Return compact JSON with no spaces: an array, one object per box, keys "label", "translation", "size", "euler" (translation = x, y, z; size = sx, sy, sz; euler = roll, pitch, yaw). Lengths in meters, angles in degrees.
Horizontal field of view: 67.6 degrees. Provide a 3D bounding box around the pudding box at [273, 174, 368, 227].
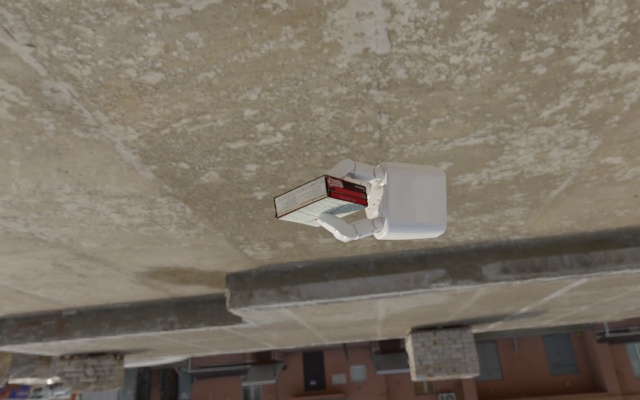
[{"label":"pudding box","translation":[0.000,0.002,0.708],"size":[0.113,0.039,0.090],"euler":[-25,-27,38]}]
